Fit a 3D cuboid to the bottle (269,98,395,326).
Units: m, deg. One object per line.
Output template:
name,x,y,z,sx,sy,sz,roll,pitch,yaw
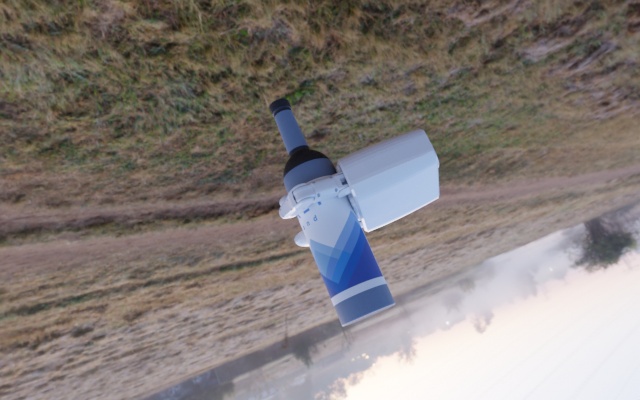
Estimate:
bottle,0.000,0.002,0.588,0.069,0.295,0.069,-21,-17,-7
